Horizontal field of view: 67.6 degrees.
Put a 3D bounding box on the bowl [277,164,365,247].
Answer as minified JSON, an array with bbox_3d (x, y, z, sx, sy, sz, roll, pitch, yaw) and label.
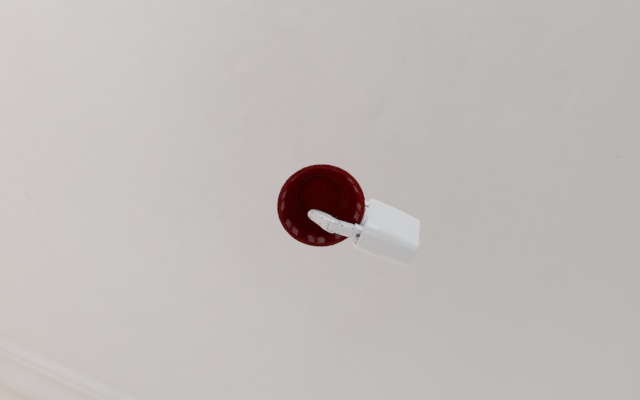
[{"bbox_3d":[-0.001,0.002,0.892,0.162,0.162,0.055,0,21,-3],"label":"bowl"}]
